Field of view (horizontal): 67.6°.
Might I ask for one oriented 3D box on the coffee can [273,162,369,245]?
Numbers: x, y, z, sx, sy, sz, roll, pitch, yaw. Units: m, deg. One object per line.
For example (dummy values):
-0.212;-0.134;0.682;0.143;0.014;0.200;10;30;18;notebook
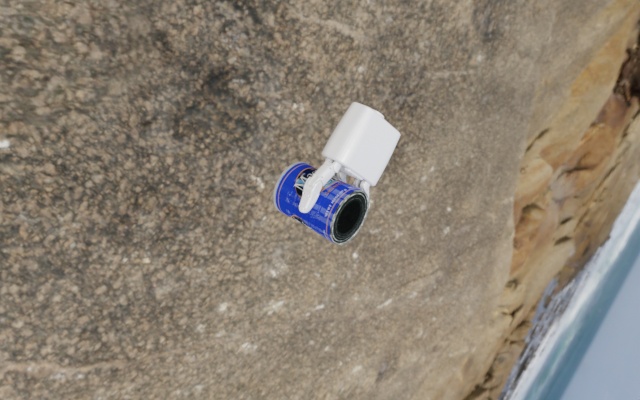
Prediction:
0.000;0.003;0.849;0.140;0.103;0.103;28;16;33;coffee can
